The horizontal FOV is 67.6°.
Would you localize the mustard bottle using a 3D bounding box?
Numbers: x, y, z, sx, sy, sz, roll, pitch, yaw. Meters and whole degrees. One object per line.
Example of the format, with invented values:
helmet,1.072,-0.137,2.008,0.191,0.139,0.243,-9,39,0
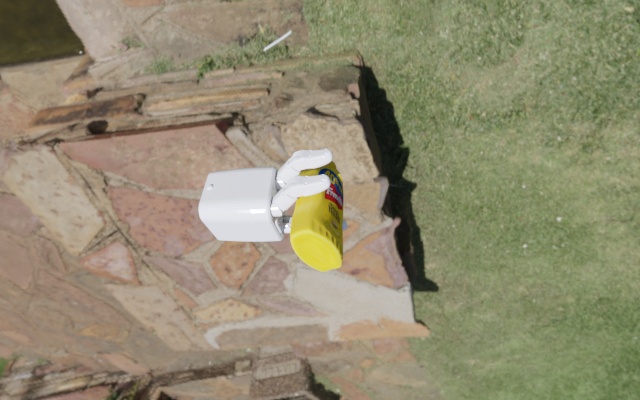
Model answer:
mustard bottle,0.000,0.002,0.706,0.058,0.191,0.096,-20,-48,24
